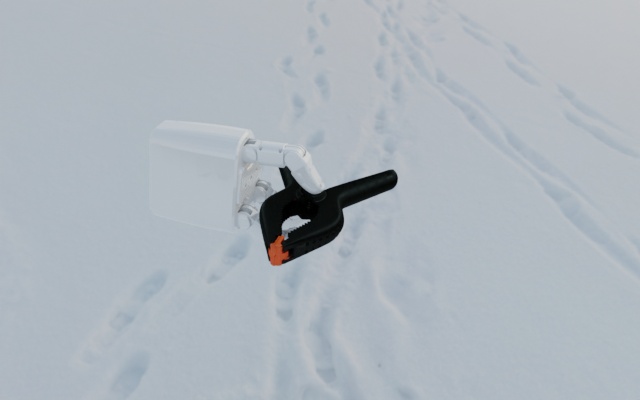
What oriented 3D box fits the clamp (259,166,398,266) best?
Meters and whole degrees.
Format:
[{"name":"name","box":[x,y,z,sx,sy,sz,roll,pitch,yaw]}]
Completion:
[{"name":"clamp","box":[0.000,0.001,0.551,0.164,0.036,0.209,9,35,9]}]
